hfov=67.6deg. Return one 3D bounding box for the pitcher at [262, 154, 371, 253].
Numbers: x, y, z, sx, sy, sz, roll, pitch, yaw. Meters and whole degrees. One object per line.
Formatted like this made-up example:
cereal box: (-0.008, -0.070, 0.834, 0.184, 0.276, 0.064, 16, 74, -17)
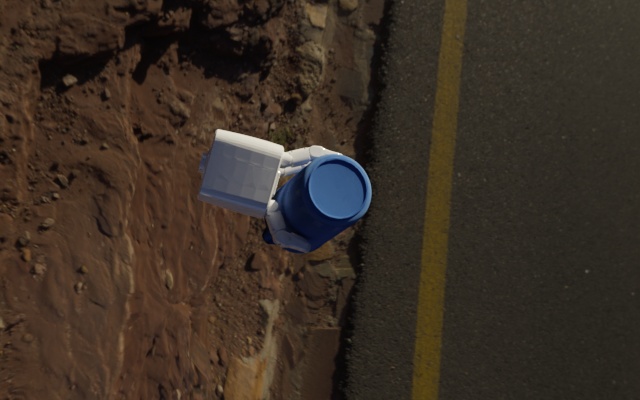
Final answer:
pitcher: (0.000, 0.003, 0.786, 0.145, 0.149, 0.243, 16, -16, -13)
